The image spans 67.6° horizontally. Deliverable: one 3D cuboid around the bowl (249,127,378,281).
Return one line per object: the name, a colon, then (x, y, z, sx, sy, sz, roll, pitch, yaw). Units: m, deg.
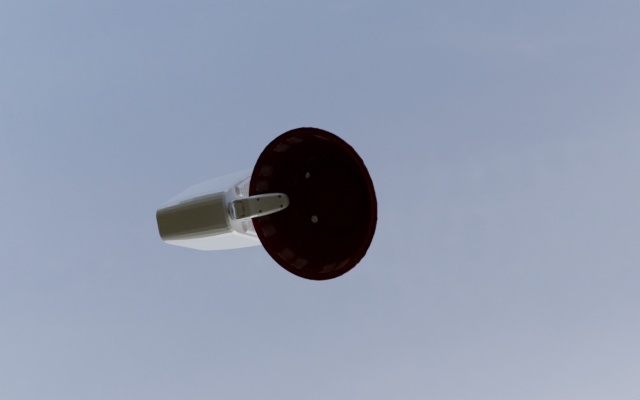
bowl: (0.001, 0.002, 0.518, 0.162, 0.162, 0.055, 0, 7, 33)
